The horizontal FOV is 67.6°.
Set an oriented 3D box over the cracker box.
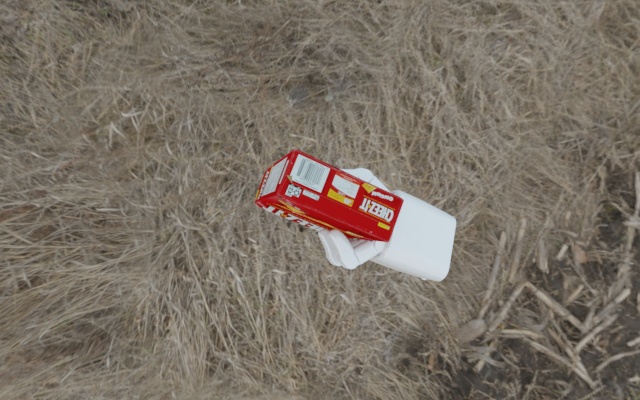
[{"bbox_3d":[0.000,0.002,0.706,0.164,0.072,0.214,23,-9,-13],"label":"cracker box"}]
